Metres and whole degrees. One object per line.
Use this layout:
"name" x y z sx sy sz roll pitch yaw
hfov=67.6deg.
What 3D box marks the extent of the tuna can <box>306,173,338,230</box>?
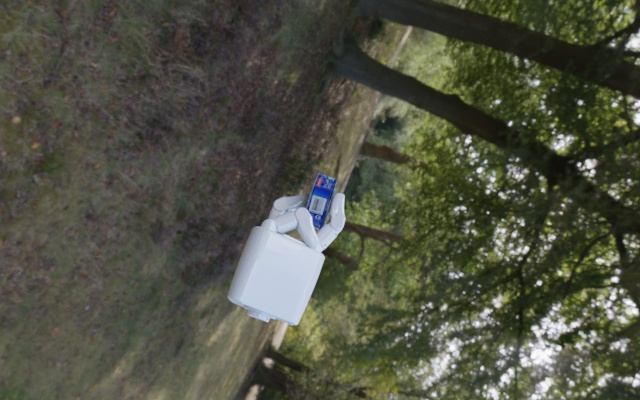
"tuna can" 0.001 0.003 0.748 0.034 0.086 0.086 17 1 4
